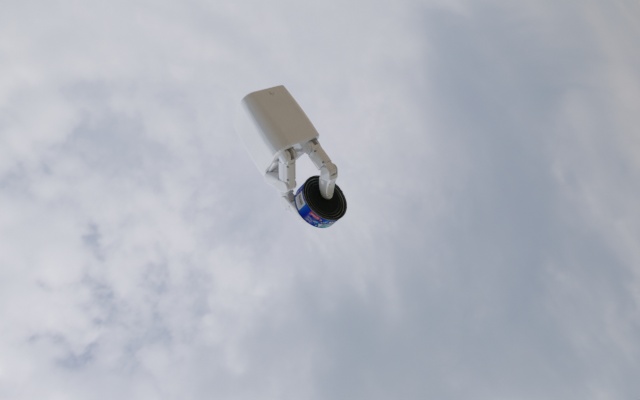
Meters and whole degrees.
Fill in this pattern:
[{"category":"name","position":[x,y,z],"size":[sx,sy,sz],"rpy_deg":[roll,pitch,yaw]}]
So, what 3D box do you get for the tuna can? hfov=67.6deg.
[{"category":"tuna can","position":[0.000,0.003,0.796],"size":[0.086,0.086,0.034],"rpy_deg":[0,-30,-38]}]
